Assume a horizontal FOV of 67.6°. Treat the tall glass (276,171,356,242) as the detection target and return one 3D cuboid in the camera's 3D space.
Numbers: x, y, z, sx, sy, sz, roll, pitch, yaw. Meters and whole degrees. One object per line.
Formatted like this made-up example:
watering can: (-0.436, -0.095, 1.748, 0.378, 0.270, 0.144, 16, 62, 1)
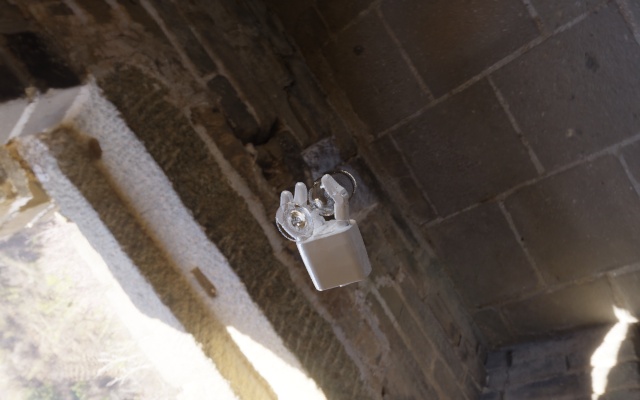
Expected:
tall glass: (0.000, 0.003, 0.899, 0.079, 0.079, 0.201, 0, 21, 29)
